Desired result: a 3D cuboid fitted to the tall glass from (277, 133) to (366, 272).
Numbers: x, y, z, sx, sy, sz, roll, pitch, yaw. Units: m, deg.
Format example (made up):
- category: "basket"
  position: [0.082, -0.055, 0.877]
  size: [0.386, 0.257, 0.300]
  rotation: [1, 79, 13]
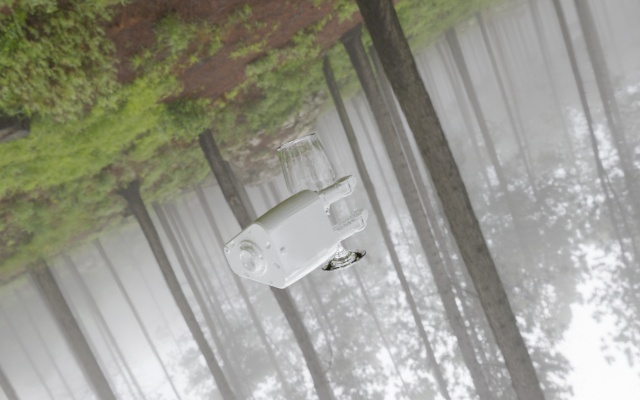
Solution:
- category: "tall glass"
  position: [0.000, 0.003, 0.725]
  size: [0.079, 0.201, 0.079]
  rotation: [-21, 10, 4]
